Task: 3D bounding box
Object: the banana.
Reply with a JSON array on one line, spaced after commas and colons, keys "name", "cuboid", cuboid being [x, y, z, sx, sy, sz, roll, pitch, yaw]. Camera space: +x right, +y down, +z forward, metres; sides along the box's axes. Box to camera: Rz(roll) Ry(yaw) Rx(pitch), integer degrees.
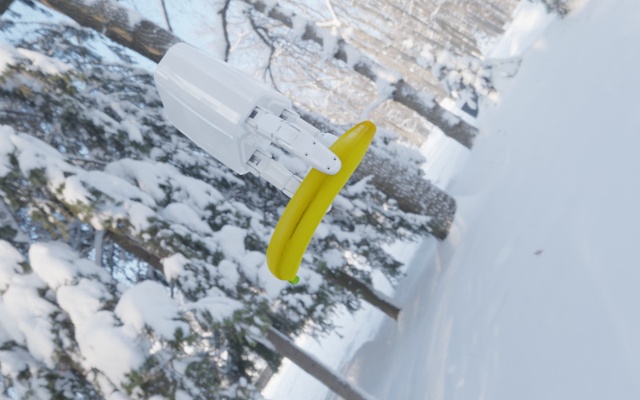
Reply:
[{"name": "banana", "cuboid": [-0.008, 0.008, 0.469, 0.037, 0.198, 0.069, 33, 20, 13]}]
